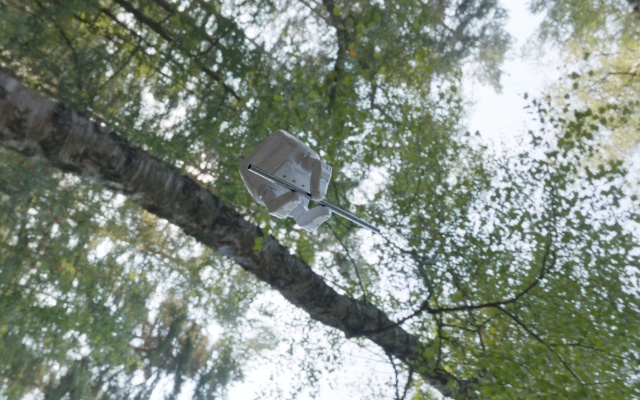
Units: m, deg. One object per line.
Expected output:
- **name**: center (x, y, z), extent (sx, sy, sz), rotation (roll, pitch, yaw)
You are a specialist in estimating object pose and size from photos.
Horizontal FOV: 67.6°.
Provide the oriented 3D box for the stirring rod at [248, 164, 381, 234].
- **stirring rod**: center (0.000, 0.002, 0.674), extent (0.239, 0.011, 0.011), rotation (27, -15, -33)
